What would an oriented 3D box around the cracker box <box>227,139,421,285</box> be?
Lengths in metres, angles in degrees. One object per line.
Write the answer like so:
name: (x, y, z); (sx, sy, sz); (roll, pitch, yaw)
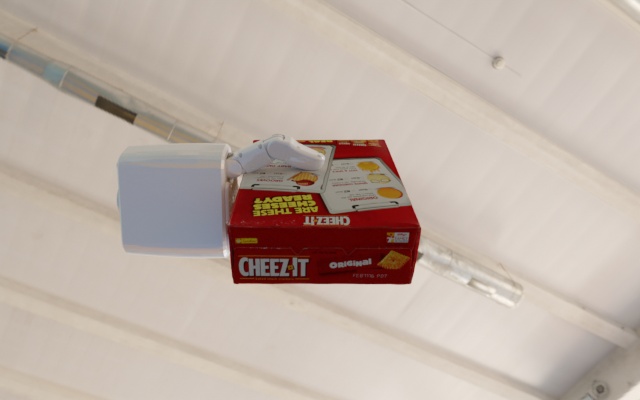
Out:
cracker box: (0.000, 0.001, 0.503); (0.164, 0.072, 0.213); (0, 27, -2)
